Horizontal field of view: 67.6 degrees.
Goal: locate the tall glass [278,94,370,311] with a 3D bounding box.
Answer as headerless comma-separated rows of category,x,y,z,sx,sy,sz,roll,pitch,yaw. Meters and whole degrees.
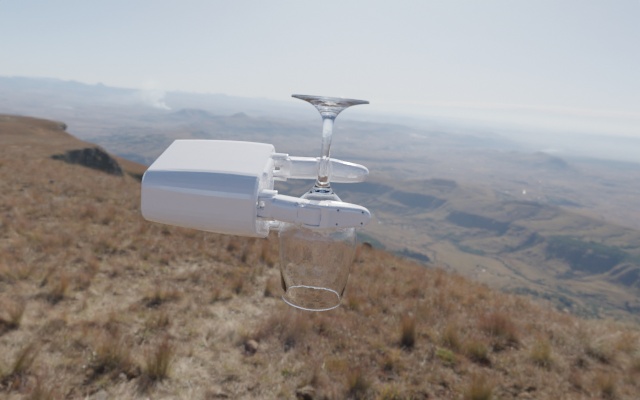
tall glass,0.000,0.001,0.466,0.079,0.201,0.079,5,11,-1
